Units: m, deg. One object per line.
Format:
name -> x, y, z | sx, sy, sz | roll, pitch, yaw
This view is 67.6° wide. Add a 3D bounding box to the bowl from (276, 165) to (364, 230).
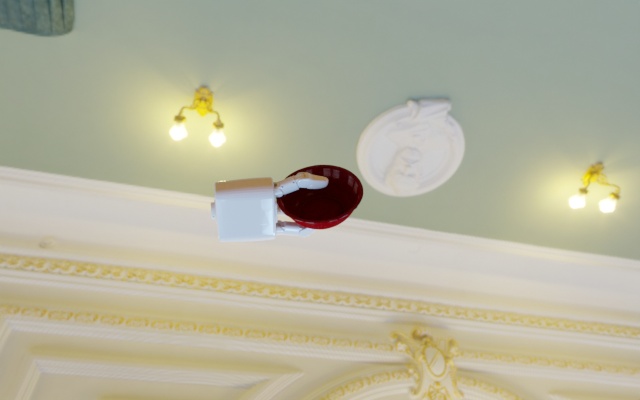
bowl -> 0.002, 0.003, 0.894 | 0.162, 0.055, 0.162 | -4, 42, 3
